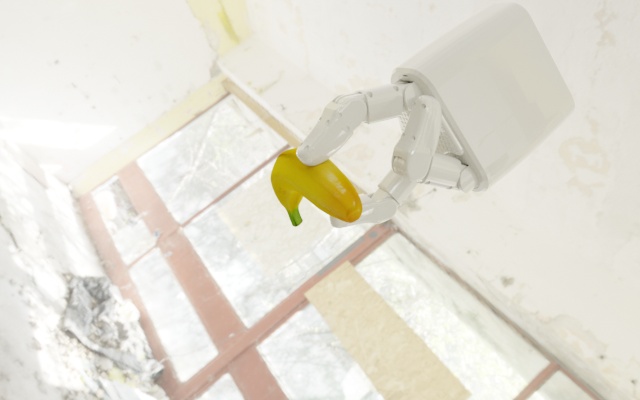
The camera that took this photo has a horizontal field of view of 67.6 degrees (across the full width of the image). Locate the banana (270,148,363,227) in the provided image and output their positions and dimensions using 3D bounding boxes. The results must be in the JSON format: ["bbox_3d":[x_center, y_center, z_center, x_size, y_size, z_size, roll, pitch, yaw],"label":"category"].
[{"bbox_3d":[-0.011,-0.014,0.405,0.037,0.069,0.198,-36,5,-12],"label":"banana"}]
